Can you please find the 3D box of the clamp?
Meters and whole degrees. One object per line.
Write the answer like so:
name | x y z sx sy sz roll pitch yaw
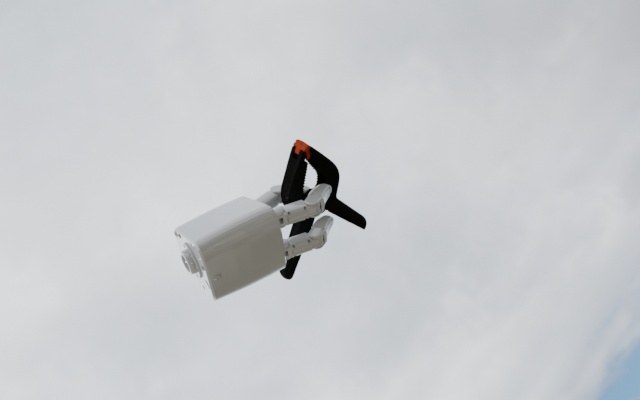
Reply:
clamp | -0.001 0.002 0.696 0.164 0.210 0.036 -27 40 -28
